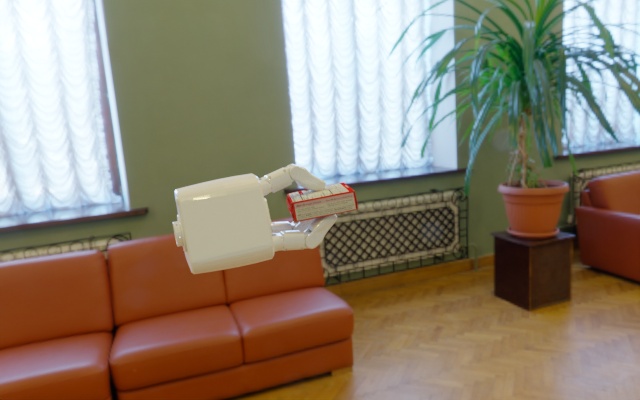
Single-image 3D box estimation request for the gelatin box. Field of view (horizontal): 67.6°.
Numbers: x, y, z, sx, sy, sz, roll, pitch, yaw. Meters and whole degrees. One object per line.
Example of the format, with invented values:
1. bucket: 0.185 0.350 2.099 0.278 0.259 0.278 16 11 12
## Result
1. gelatin box: 0.000 0.002 0.660 0.089 0.030 0.073 -12 12 -6
